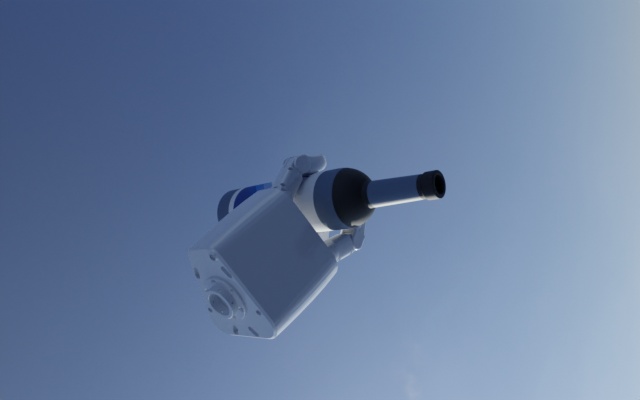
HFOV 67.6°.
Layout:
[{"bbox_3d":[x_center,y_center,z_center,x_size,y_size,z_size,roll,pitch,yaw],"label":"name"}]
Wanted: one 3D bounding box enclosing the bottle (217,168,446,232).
[{"bbox_3d":[0.000,0.002,0.540,0.296,0.069,0.069,-9,-6,40],"label":"bottle"}]
